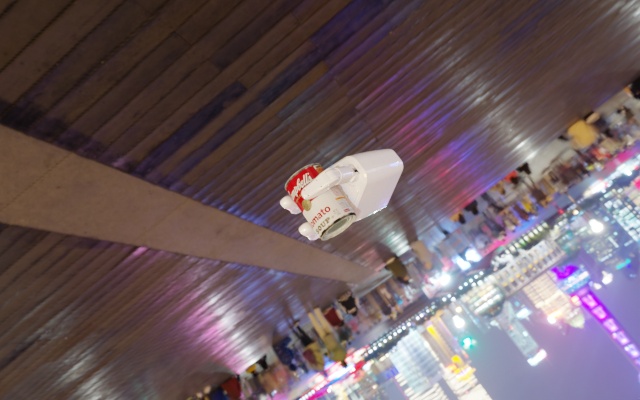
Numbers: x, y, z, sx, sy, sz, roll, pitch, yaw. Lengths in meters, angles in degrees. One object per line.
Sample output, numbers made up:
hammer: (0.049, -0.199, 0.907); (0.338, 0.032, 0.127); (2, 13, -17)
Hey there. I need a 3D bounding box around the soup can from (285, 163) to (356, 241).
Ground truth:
soup can: (0.000, 0.003, 0.738); (0.068, 0.102, 0.068); (-31, -18, -12)
